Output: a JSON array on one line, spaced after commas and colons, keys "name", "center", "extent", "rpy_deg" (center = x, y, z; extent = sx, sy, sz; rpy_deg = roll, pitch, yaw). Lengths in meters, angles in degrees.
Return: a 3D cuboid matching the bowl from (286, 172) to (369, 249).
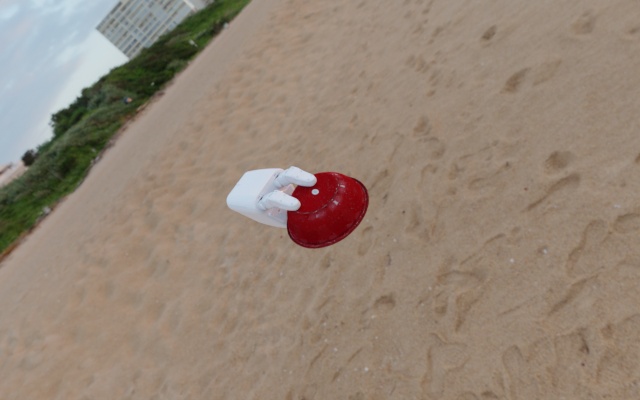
[{"name": "bowl", "center": [0.001, 0.002, 0.832], "extent": [0.162, 0.162, 0.055], "rpy_deg": [0, -38, 33]}]
